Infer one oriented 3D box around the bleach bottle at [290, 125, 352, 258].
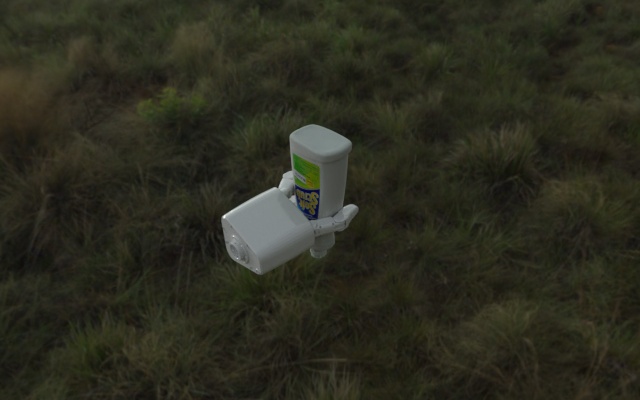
[{"bbox_3d":[0.000,0.003,0.815,0.068,0.251,0.102,-30,46,-32],"label":"bleach bottle"}]
